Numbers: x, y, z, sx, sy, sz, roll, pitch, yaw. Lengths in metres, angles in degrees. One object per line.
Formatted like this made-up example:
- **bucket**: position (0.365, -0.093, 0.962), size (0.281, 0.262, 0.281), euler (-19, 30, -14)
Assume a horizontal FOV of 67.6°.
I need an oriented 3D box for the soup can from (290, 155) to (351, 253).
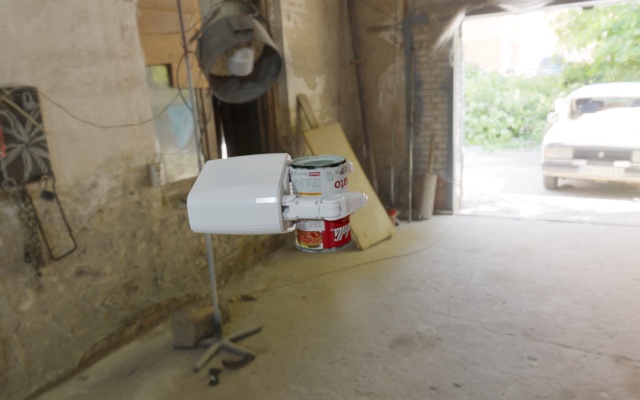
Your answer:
- **soup can**: position (0.001, 0.002, 0.566), size (0.068, 0.102, 0.068), euler (-4, 15, 1)
